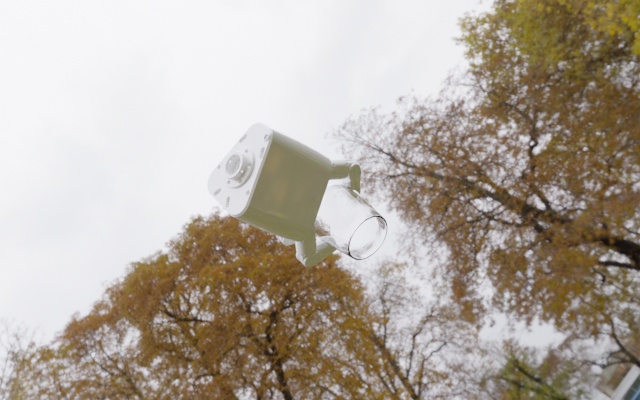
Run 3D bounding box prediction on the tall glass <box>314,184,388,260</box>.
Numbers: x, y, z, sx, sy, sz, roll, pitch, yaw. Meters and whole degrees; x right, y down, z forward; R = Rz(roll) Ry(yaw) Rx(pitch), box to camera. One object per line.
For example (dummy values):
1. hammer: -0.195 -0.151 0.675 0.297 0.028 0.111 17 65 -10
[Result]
1. tall glass: 0.000 0.002 0.641 0.079 0.079 0.201 0 26 -41
